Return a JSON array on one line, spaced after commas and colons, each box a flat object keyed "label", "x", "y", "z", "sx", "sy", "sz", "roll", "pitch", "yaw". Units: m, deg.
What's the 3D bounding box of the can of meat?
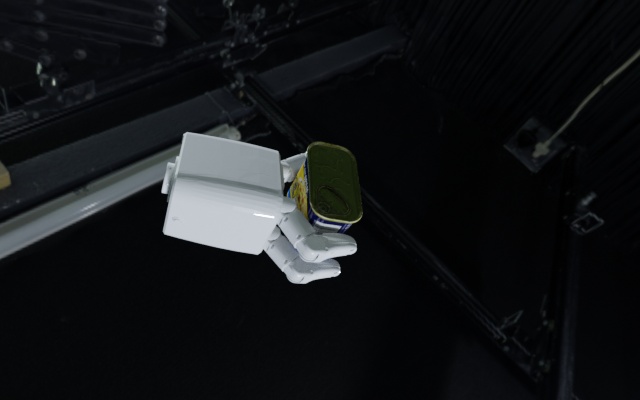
[{"label": "can of meat", "x": 0.000, "y": 0.002, "z": 0.528, "sx": 0.057, "sy": 0.102, "sz": 0.084, "roll": 10, "pitch": -38, "yaw": -19}]
